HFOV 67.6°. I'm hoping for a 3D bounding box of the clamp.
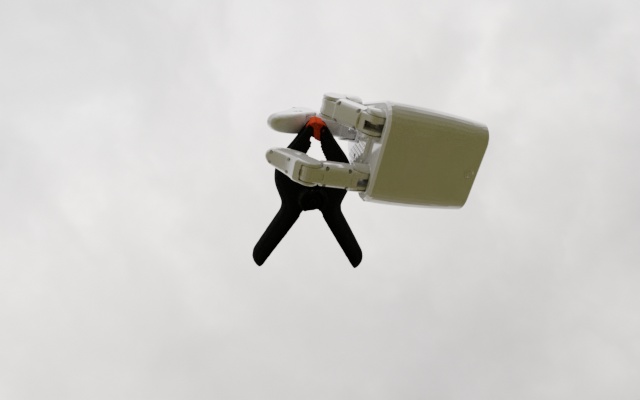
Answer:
[{"bbox_3d":[0.000,0.001,0.502,0.120,0.171,0.039,7,25,-14],"label":"clamp"}]
